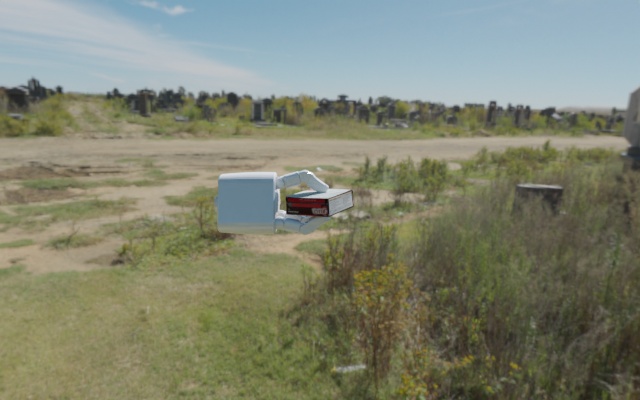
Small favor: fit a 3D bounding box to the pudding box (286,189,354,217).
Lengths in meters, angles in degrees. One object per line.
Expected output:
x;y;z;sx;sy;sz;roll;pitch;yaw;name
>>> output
0.000;0.003;0.899;0.090;0.039;0.113;4;13;27;pudding box
